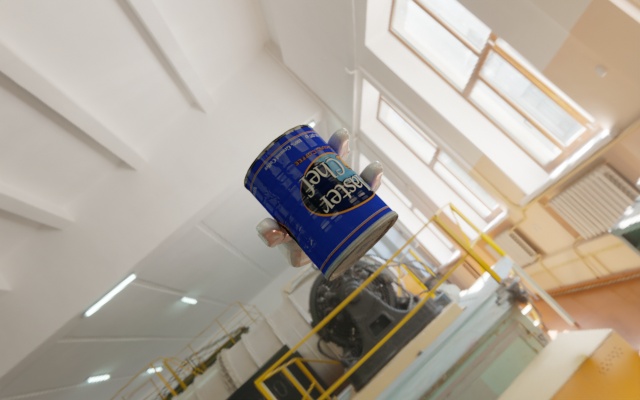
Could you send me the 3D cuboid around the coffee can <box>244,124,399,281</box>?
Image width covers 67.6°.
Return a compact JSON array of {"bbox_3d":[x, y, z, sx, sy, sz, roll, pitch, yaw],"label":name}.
[{"bbox_3d":[0.000,0.002,0.521,0.103,0.140,0.103,-40,-14,-12],"label":"coffee can"}]
